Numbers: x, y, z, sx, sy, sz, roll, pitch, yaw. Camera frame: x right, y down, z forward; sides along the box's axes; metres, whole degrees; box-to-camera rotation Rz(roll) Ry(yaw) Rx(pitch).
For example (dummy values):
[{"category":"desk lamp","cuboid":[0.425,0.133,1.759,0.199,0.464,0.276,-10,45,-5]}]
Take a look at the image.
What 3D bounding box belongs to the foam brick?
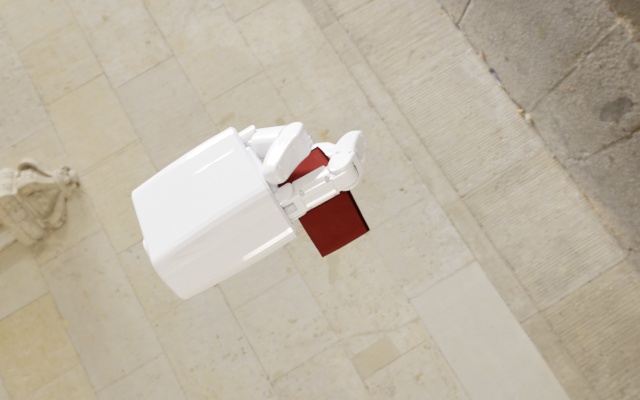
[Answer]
[{"category":"foam brick","cuboid":[0.000,0.002,0.432,0.051,0.078,0.053,-32,35,-3]}]
